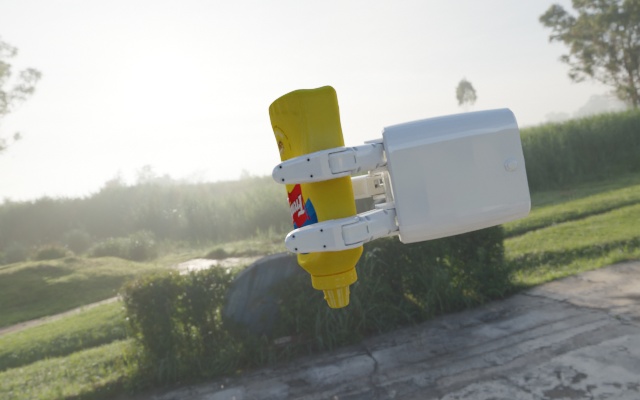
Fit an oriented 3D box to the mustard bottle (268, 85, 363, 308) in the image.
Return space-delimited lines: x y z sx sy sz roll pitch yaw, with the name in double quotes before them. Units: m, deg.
"mustard bottle" 0.000 0.001 0.428 0.058 0.191 0.096 -12 4 -19
